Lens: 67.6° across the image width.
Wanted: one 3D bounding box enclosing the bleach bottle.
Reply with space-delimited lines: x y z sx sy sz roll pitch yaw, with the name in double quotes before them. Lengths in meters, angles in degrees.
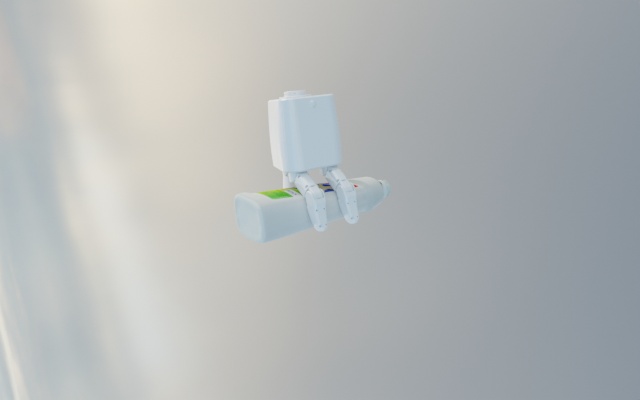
"bleach bottle" 0.000 0.003 0.751 0.251 0.068 0.102 -13 17 -31
